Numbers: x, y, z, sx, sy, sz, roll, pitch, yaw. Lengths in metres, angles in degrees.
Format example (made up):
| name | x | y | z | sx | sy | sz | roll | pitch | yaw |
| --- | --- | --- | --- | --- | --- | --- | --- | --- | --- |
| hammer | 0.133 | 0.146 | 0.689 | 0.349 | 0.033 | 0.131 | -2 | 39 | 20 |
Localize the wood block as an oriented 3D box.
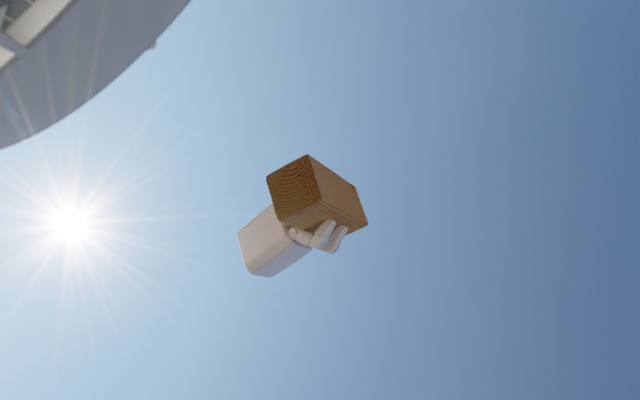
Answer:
| name | x | y | z | sx | sy | sz | roll | pitch | yaw |
| --- | --- | --- | --- | --- | --- | --- | --- | --- | --- |
| wood block | 0.000 | 0.003 | 0.876 | 0.090 | 0.090 | 0.206 | -27 | -24 | 18 |
